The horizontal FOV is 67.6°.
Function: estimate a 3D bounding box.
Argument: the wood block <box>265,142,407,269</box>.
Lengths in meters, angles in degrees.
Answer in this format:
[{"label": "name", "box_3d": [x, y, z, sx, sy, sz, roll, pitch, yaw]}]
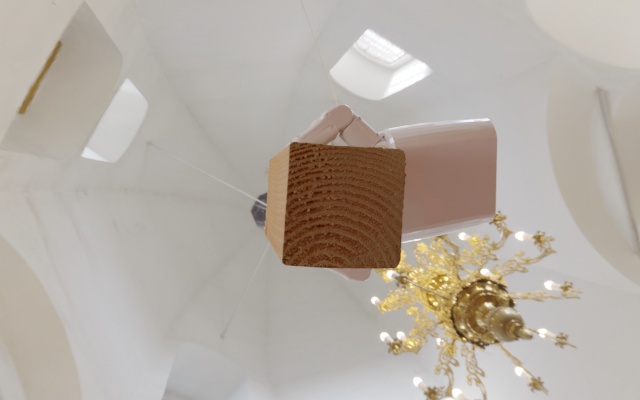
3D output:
[{"label": "wood block", "box_3d": [0.000, 0.002, 0.445, 0.090, 0.091, 0.206, 3, 1, -10]}]
